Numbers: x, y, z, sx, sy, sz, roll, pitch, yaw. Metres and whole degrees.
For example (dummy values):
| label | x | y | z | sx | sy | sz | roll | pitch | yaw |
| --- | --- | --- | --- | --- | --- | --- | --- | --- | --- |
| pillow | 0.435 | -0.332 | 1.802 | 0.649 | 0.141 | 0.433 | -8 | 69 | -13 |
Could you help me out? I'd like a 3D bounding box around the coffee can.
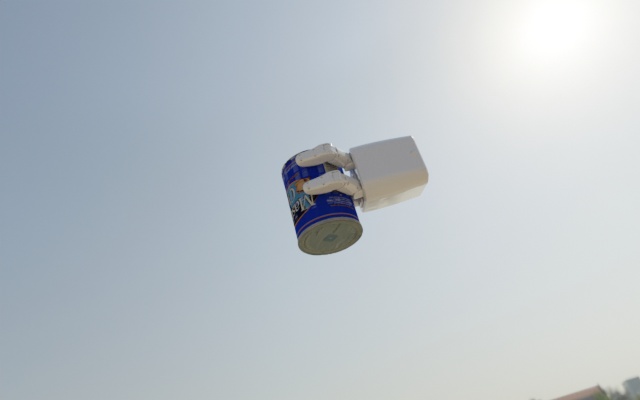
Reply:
| label | x | y | z | sx | sy | sz | roll | pitch | yaw |
| --- | --- | --- | --- | --- | --- | --- | --- | --- | --- |
| coffee can | 0.000 | 0.003 | 0.765 | 0.103 | 0.140 | 0.103 | -11 | -33 | -7 |
